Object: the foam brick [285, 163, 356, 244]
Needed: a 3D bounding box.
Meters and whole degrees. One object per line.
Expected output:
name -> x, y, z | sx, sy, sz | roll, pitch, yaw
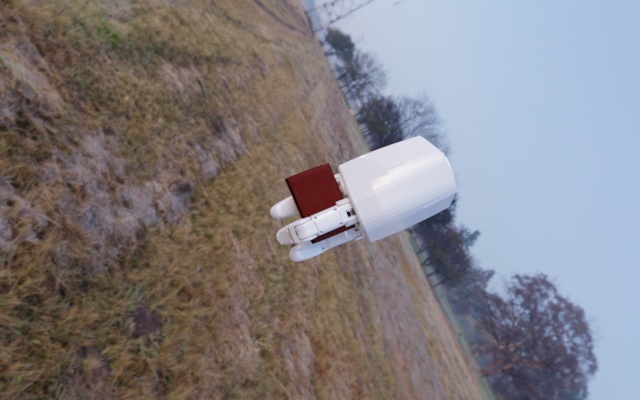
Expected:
foam brick -> 0.000, 0.002, 0.536 | 0.051, 0.078, 0.053 | -23, 2, 2
